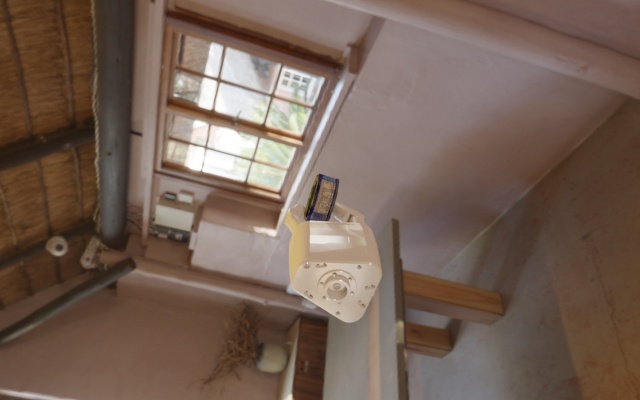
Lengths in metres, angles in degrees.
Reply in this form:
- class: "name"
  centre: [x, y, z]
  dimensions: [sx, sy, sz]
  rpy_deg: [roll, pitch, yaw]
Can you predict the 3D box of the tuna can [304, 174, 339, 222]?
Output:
- class: "tuna can"
  centre: [0.000, 0.002, 0.742]
  dimensions: [0.034, 0.086, 0.086]
  rpy_deg: [17, -2, -6]
